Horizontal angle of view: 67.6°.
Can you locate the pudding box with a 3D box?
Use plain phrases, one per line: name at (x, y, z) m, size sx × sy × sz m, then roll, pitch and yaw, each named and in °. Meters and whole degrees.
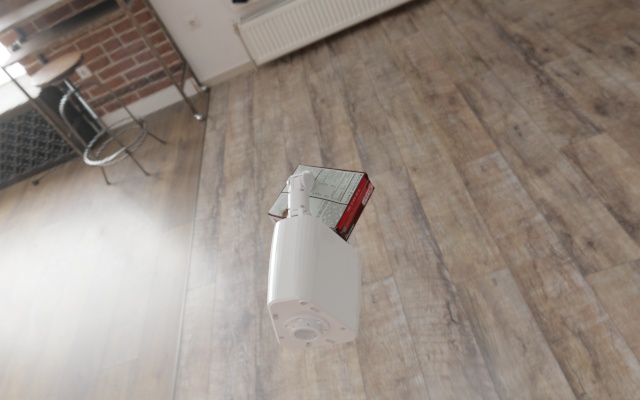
pudding box at (0.000, 0.002, 0.607) m, size 0.113 × 0.090 × 0.039 m, roll 11°, pitch -32°, yaw 35°
